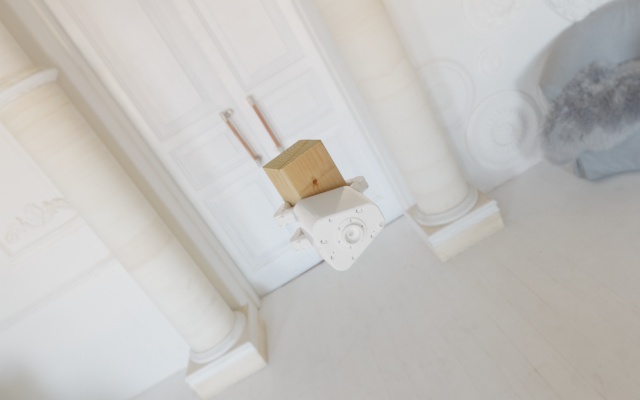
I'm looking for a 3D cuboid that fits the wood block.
[{"bbox_3d":[0.000,0.003,0.843,0.091,0.206,0.090,-39,22,-18],"label":"wood block"}]
